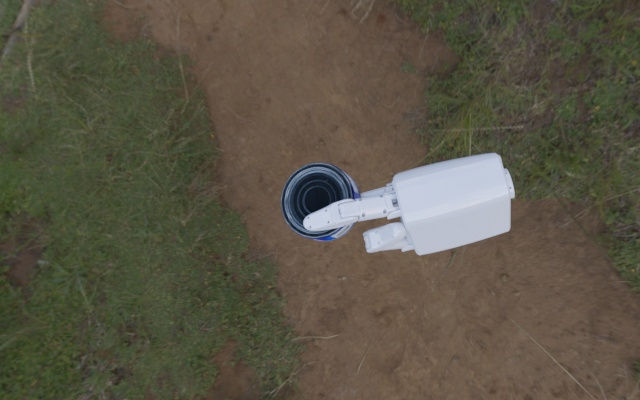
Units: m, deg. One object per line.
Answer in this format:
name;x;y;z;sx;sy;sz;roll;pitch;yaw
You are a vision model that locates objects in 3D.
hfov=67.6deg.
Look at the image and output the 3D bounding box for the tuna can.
tuna can;0.000;0.002;0.531;0.086;0.086;0.034;0;-8;19
